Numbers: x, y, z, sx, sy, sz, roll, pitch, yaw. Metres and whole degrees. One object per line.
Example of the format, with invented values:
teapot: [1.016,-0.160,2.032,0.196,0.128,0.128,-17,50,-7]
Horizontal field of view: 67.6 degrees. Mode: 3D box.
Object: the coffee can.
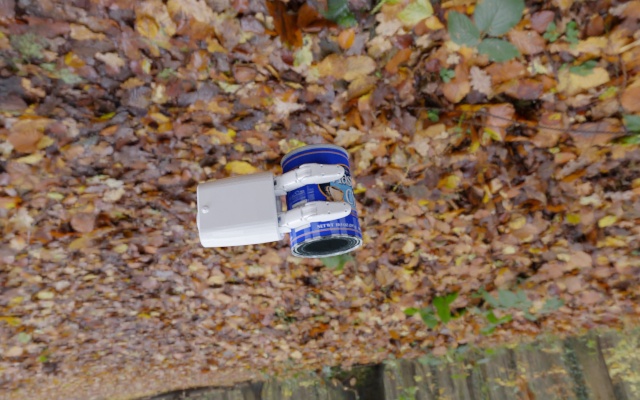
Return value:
coffee can: [0.000,0.002,0.698,0.103,0.140,0.103,-7,-21,-3]
